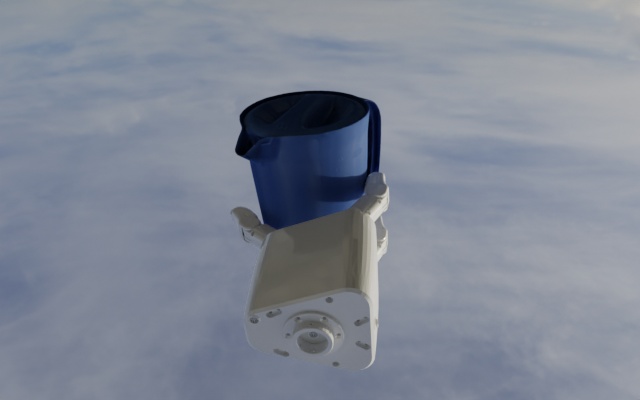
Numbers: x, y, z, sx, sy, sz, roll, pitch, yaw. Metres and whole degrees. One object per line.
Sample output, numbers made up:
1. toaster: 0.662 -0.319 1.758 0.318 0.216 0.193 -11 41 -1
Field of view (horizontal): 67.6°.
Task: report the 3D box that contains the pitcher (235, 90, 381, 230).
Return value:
1. pitcher: 0.000 0.002 0.551 0.149 0.243 0.145 -3 31 4
